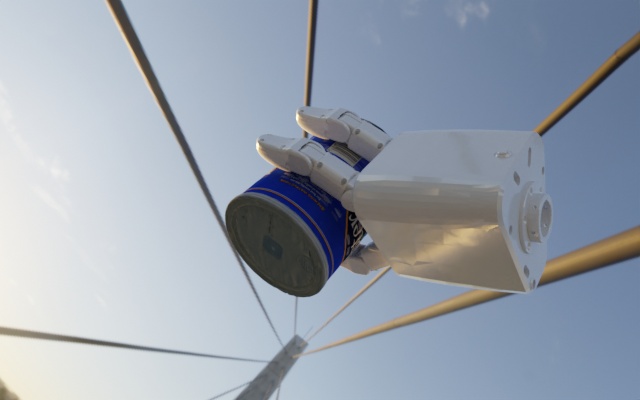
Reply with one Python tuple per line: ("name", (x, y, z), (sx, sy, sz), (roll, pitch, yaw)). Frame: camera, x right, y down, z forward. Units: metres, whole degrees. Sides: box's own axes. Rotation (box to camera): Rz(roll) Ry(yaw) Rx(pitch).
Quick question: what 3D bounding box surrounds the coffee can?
("coffee can", (0.000, 0.002, 0.427), (0.103, 0.103, 0.140), (0, 33, 43))
